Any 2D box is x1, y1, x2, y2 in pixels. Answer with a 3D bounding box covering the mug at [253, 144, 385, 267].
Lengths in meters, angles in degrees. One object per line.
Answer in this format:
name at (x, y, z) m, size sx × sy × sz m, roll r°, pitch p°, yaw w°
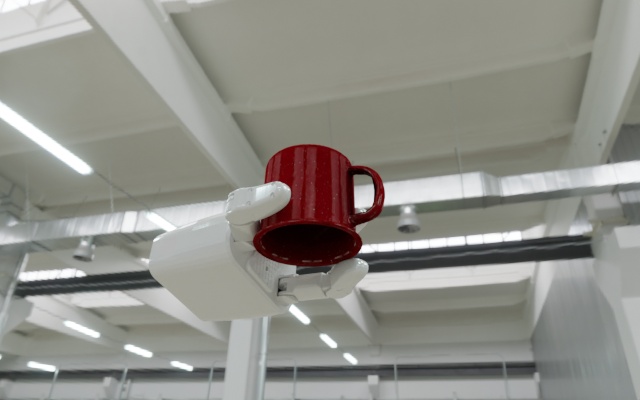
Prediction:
mug at (0.001, 0.001, 0.419) m, size 0.117 × 0.081 × 0.093 m, roll -15°, pitch -33°, yaw 25°
